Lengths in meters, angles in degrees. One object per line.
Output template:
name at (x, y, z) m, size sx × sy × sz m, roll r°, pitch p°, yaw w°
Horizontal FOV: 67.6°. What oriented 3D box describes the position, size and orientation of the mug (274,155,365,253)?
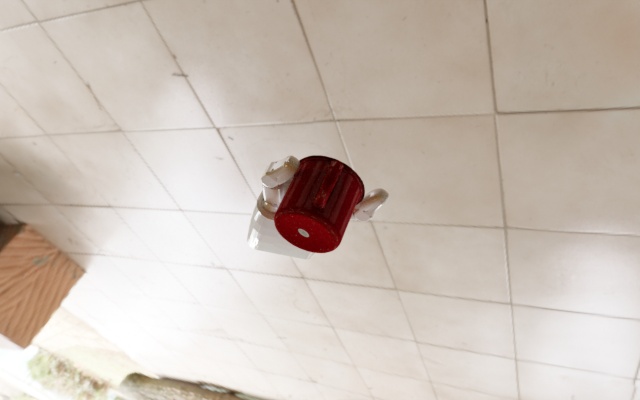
mug at (0.001, 0.001, 0.549) m, size 0.093 × 0.081 × 0.117 m, roll 26°, pitch -35°, yaw -3°
